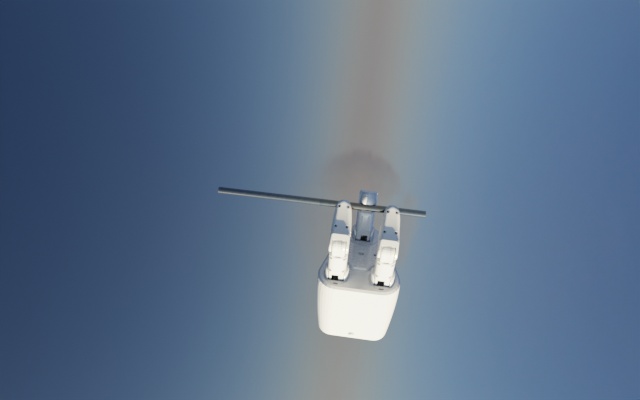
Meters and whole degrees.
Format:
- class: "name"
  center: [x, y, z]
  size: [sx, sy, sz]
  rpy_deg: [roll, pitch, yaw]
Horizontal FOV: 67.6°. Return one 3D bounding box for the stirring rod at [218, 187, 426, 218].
- class: "stirring rod"
  center: [0.000, 0.002, 0.552]
  size: [0.239, 0.011, 0.011]
  rpy_deg: [7, 0, 4]
